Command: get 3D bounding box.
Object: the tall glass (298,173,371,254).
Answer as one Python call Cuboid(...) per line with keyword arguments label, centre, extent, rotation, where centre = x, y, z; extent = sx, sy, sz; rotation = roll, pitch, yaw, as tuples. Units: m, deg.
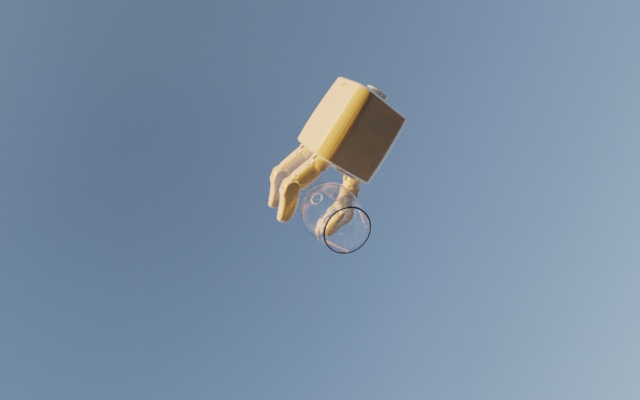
Cuboid(label="tall glass", centre=(0.000, 0.002, 0.657), extent=(0.079, 0.079, 0.201), rotation=(0, 20, -20))
